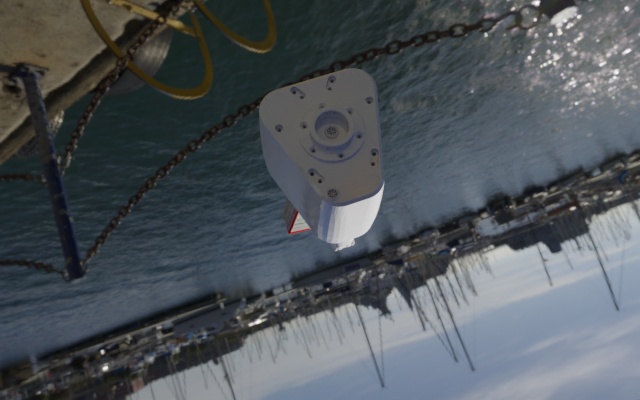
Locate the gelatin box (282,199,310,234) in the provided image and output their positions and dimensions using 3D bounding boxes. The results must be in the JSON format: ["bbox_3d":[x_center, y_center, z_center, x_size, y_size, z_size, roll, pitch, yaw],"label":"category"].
[{"bbox_3d":[0.000,0.002,0.537,0.073,0.030,0.089,-13,-23,-18],"label":"gelatin box"}]
